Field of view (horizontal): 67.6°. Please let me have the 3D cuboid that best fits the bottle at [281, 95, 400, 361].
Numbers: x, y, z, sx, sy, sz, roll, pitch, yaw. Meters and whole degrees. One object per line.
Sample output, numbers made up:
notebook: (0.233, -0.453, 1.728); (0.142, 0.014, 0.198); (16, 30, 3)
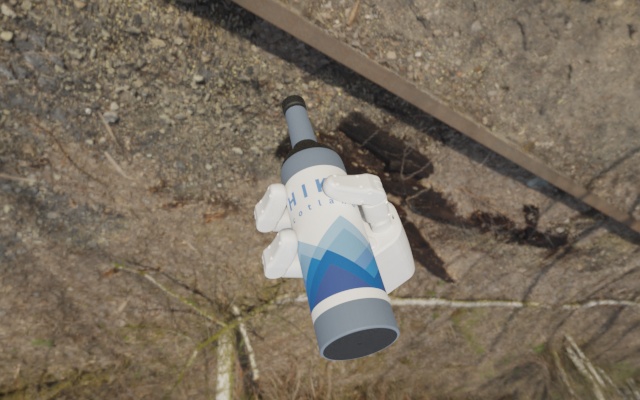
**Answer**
bottle: (0.000, 0.002, 0.470); (0.069, 0.295, 0.069); (-10, -36, -8)
